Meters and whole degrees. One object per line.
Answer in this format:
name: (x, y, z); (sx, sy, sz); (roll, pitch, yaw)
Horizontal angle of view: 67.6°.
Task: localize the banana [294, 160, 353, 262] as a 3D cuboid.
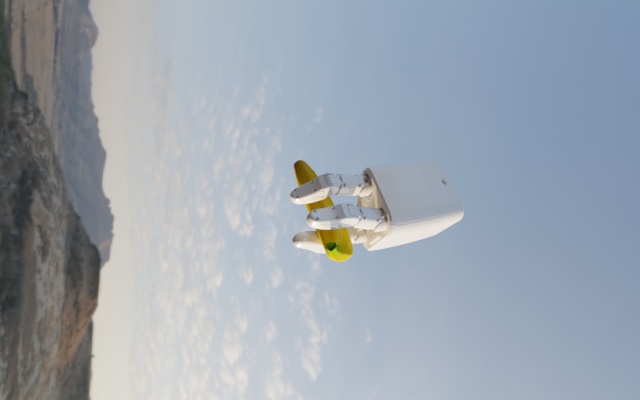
banana: (0.006, 0.018, 0.618); (0.037, 0.070, 0.197); (-21, 37, -4)
